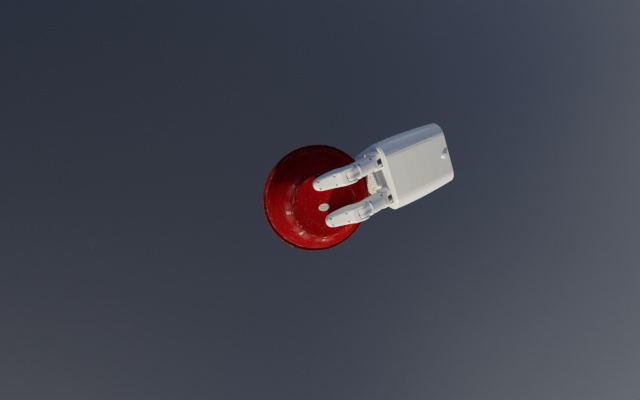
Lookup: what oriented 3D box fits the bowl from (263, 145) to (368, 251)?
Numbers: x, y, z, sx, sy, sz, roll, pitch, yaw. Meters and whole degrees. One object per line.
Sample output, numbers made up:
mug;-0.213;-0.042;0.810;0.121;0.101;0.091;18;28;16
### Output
bowl;-0.001;0.003;0.688;0.162;0.162;0.055;0;11;-13
